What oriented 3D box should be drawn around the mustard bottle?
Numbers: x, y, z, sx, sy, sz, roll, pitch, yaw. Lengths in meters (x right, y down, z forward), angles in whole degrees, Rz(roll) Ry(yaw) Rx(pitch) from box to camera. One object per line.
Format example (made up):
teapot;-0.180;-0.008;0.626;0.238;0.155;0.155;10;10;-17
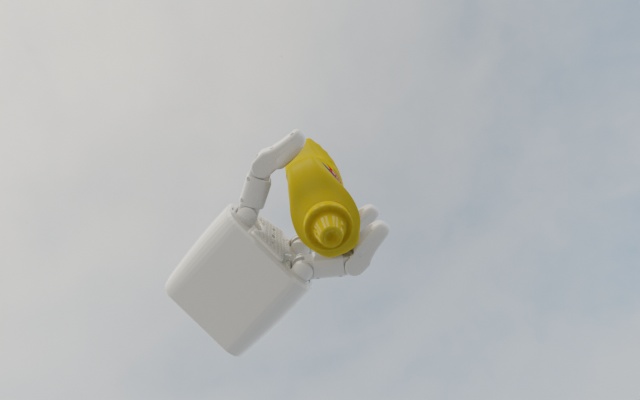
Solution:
mustard bottle;0.000;0.001;0.461;0.058;0.096;0.191;-23;17;3
